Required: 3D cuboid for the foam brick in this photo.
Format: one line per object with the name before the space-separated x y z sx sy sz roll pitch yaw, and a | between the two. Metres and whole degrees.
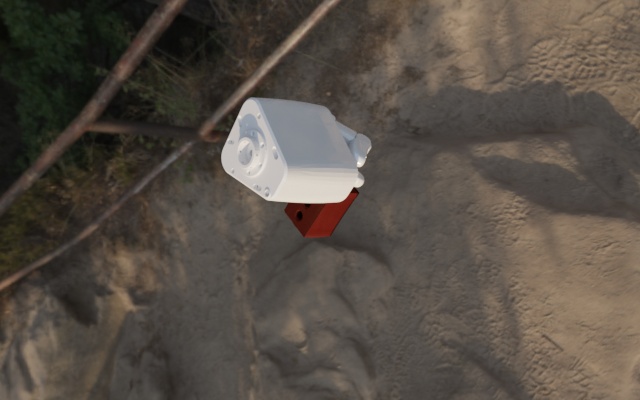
foam brick | 0.000 0.002 0.607 0.051 0.078 0.053 -2 42 -46
